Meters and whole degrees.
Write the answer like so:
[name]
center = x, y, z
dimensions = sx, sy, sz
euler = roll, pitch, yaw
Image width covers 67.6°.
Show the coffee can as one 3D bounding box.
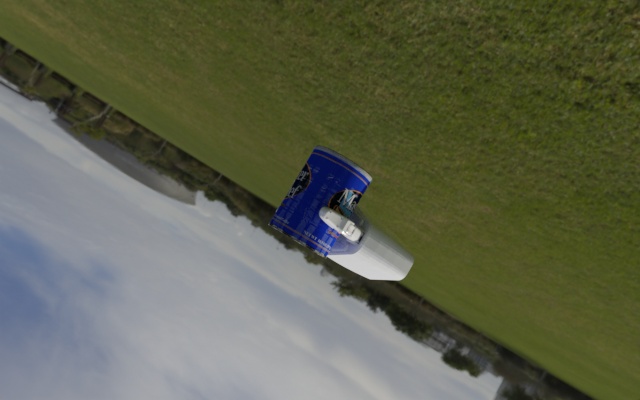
[coffee can]
center = 0.000, 0.002, 0.727
dimensions = 0.103, 0.140, 0.103
euler = 31, -5, 3
